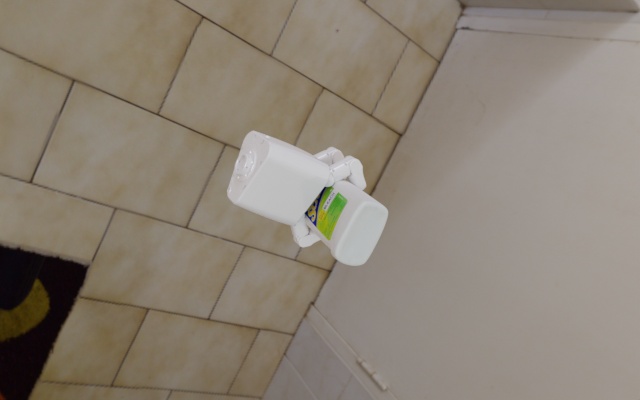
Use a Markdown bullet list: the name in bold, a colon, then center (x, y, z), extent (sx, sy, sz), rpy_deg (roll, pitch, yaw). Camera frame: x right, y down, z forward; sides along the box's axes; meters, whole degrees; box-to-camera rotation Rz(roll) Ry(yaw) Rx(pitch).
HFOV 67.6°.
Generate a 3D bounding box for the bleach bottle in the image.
- **bleach bottle**: center (0.000, 0.002, 0.765), extent (0.068, 0.102, 0.250), rpy_deg (20, 9, -36)
